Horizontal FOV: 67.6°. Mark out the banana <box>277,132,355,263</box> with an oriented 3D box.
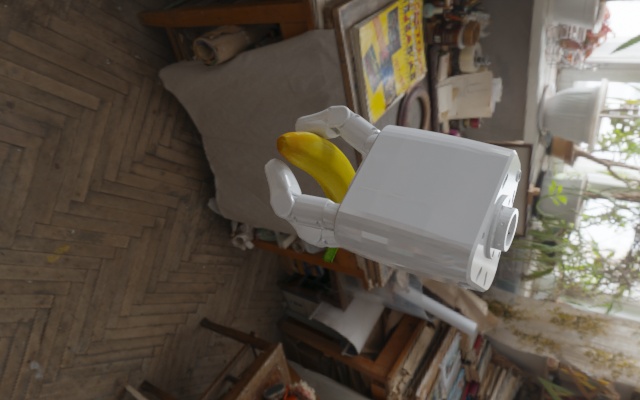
[{"bbox_3d":[0.011,-0.010,0.484,0.037,0.069,0.198,19,-30,30],"label":"banana"}]
